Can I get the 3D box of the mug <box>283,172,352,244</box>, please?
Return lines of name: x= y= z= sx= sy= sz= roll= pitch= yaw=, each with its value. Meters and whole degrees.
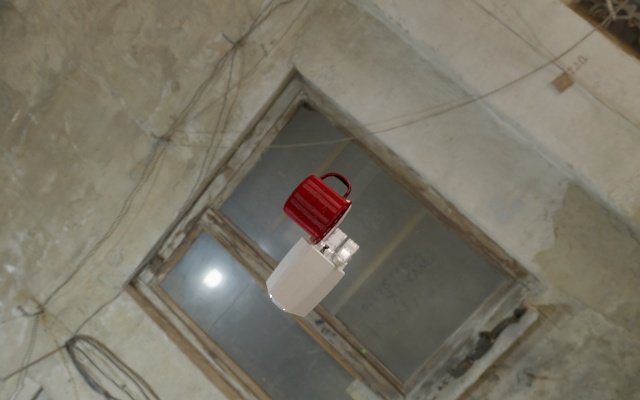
mug: x=0.001 y=0.001 z=0.794 sx=0.081 sy=0.117 sz=0.093 roll=40 pitch=-6 yaw=7
